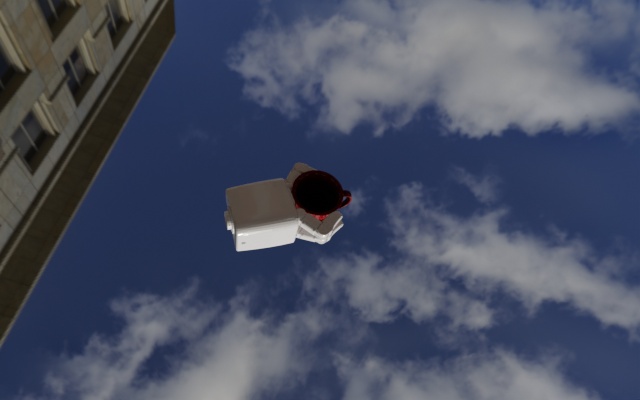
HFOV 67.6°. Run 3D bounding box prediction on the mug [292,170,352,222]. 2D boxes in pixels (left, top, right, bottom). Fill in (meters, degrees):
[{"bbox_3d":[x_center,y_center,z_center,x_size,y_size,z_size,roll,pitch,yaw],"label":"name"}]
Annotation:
[{"bbox_3d":[0.001,0.003,0.881,0.117,0.093,0.081,-9,-27,-16],"label":"mug"}]
